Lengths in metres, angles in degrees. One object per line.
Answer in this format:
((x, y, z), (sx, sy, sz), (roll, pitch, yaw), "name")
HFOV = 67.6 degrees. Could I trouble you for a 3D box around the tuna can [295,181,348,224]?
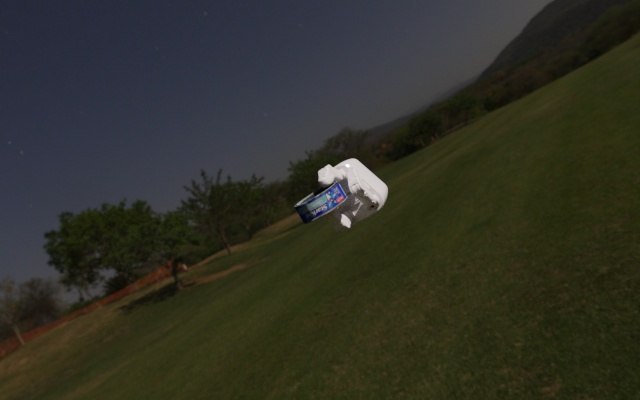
((0.000, 0.002, 0.795), (0.086, 0.034, 0.086), (-30, 7, 4), "tuna can")
